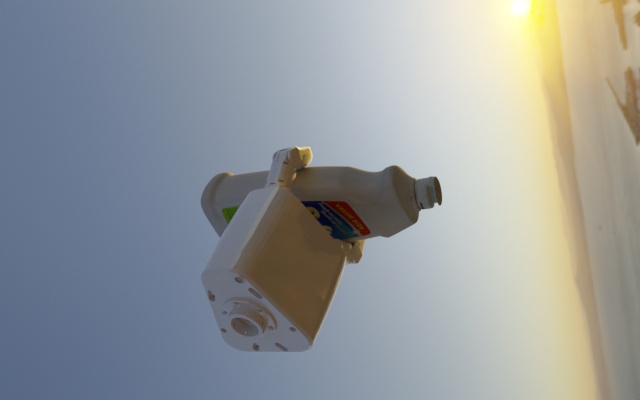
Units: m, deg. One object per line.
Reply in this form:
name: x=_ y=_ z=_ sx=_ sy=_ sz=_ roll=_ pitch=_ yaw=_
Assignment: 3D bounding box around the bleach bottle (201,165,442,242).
bleach bottle: x=0.000 y=0.002 z=0.513 sx=0.251 sy=0.103 sz=0.068 roll=-9 pitch=35 yaw=27
